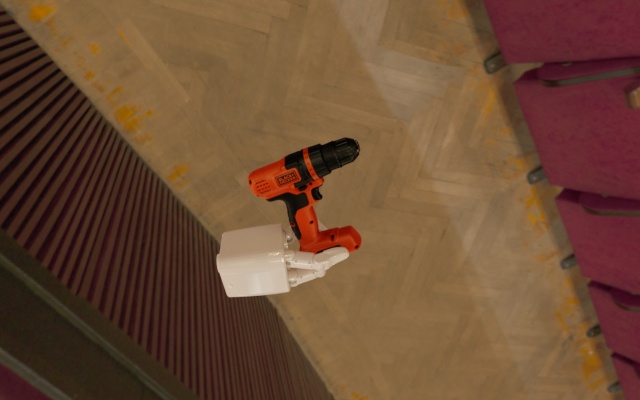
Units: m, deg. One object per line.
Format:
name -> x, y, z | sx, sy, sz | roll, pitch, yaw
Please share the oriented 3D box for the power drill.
power drill -> 0.000, 0.003, 0.772 | 0.184, 0.188, 0.057 | -19, 23, 14
